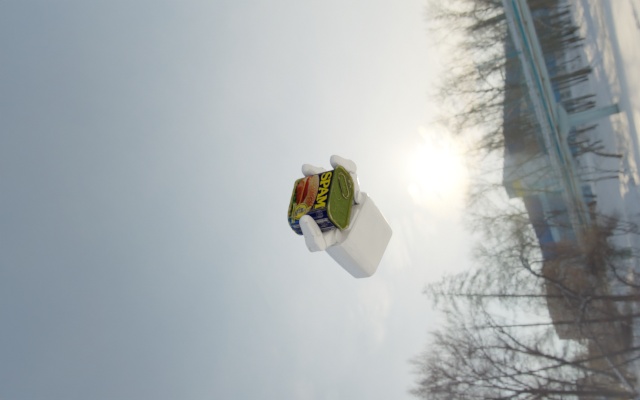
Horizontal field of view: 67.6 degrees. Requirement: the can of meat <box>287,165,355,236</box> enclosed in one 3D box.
[{"bbox_3d":[0.000,0.003,0.754,0.084,0.102,0.057,-13,-41,32],"label":"can of meat"}]
